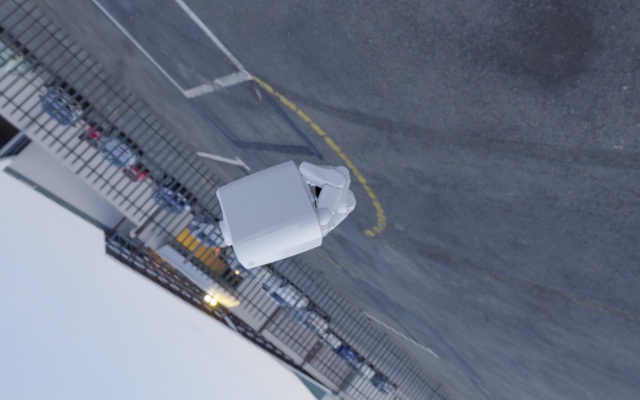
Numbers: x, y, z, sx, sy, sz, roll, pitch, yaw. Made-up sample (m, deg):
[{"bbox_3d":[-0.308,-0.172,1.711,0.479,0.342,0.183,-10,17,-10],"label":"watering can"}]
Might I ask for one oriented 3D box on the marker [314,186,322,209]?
[{"bbox_3d":[0.000,0.002,0.683,0.020,0.020,0.121,0,-17,-2],"label":"marker"}]
